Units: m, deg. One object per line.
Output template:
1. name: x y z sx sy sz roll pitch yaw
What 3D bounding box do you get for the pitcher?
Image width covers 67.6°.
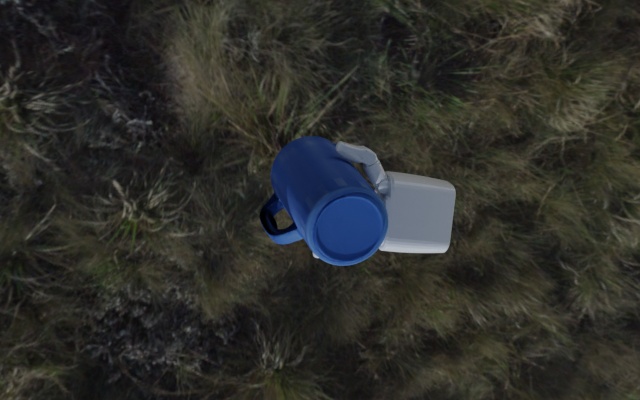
1. pitcher: 0.000 0.002 0.694 0.145 0.149 0.242 7 17 -16
